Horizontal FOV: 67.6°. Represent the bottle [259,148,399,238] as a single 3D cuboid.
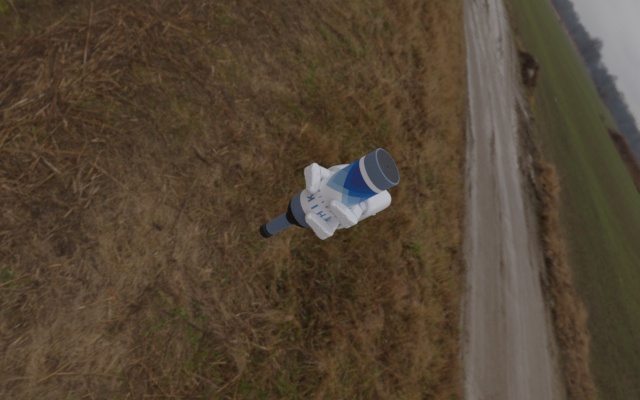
[{"bbox_3d":[0.000,0.003,0.856,0.296,0.069,0.069,-28,-16,32],"label":"bottle"}]
